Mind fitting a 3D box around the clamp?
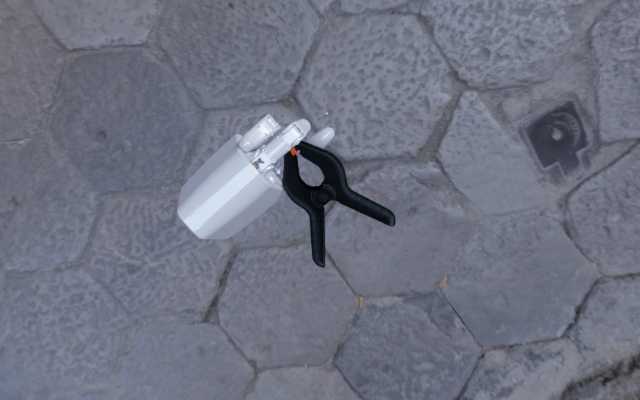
[{"bbox_3d":[0.000,0.002,0.607,0.120,0.171,0.039,-41,7,5],"label":"clamp"}]
